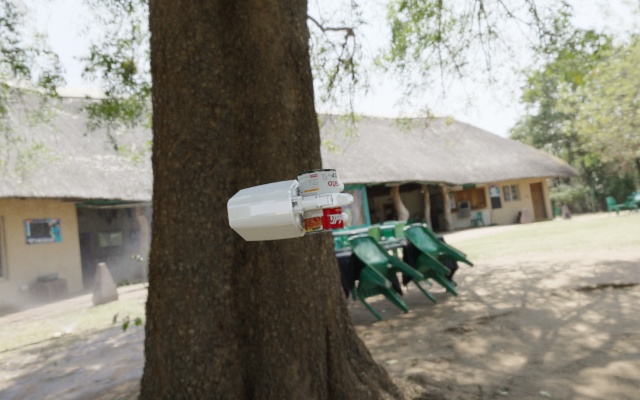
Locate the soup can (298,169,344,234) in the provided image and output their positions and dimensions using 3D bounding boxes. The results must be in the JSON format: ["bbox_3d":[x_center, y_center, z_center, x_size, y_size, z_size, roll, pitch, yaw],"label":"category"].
[{"bbox_3d":[0.001,0.002,0.801,0.068,0.102,0.068,-7,-4,-1],"label":"soup can"}]
